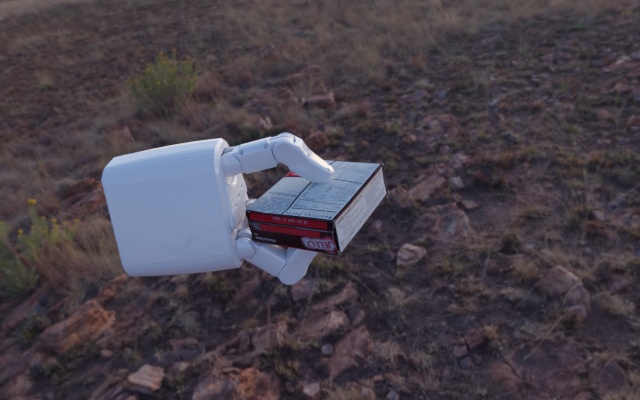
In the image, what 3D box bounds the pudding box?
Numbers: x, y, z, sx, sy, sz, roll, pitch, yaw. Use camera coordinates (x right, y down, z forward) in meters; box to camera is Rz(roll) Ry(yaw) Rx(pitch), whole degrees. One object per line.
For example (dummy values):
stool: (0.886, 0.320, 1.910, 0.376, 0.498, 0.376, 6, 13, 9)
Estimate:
pudding box: (0.000, 0.001, 0.439, 0.090, 0.039, 0.113, 7, 34, 29)
